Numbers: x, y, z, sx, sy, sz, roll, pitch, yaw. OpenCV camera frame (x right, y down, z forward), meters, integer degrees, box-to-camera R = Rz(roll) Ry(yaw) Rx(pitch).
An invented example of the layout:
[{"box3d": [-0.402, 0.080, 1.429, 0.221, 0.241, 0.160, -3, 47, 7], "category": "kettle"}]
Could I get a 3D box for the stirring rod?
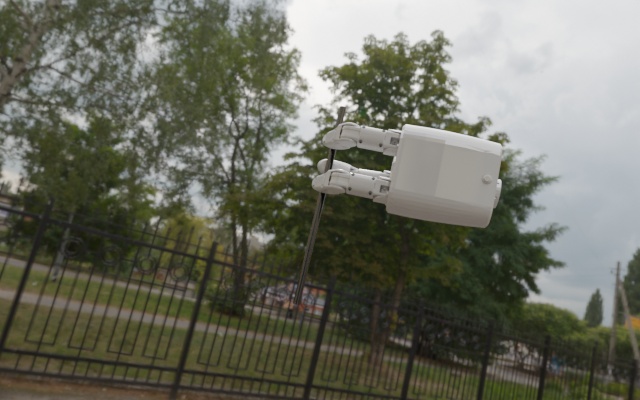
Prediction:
[{"box3d": [0.000, 0.002, 0.559, 0.011, 0.239, 0.011, 13, -10, 2], "category": "stirring rod"}]
